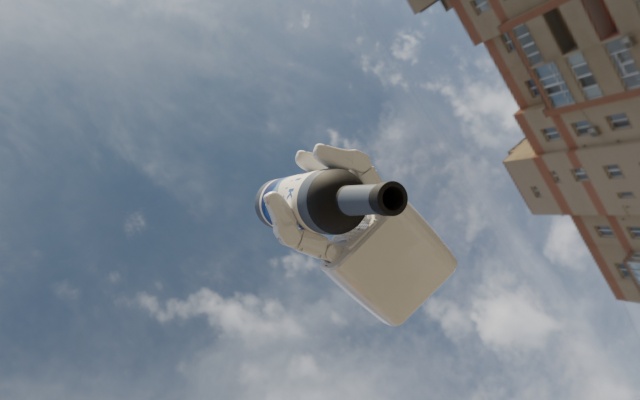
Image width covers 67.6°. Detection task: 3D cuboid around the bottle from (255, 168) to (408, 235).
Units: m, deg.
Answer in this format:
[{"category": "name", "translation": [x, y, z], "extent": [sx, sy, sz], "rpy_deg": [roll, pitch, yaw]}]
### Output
[{"category": "bottle", "translation": [0.000, 0.002, 0.504], "extent": [0.069, 0.069, 0.296], "rpy_deg": [0, -1, -22]}]
